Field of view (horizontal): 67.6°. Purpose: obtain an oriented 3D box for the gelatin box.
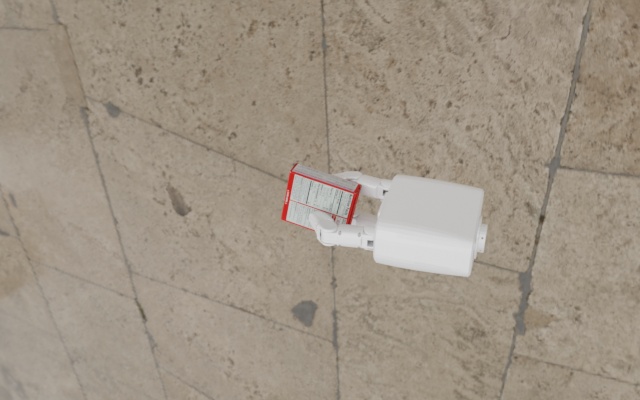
[{"bbox_3d":[0.000,0.002,0.599,0.089,0.073,0.030,18,32,9],"label":"gelatin box"}]
